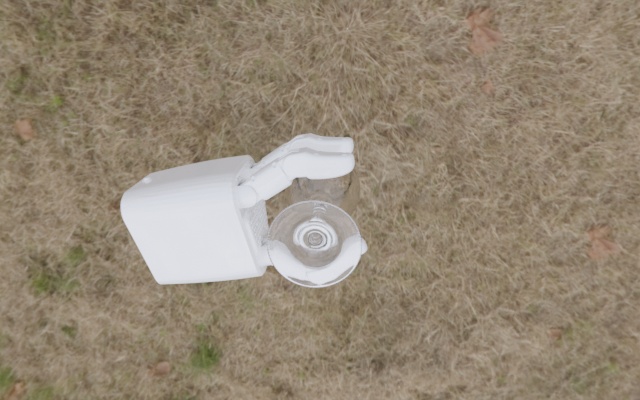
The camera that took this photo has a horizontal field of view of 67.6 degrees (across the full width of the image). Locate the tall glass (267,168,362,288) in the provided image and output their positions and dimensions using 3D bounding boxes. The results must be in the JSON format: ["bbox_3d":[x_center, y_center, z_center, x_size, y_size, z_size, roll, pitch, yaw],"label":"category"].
[{"bbox_3d":[0.000,0.002,0.460,0.079,0.079,0.201,0,20,4],"label":"tall glass"}]
